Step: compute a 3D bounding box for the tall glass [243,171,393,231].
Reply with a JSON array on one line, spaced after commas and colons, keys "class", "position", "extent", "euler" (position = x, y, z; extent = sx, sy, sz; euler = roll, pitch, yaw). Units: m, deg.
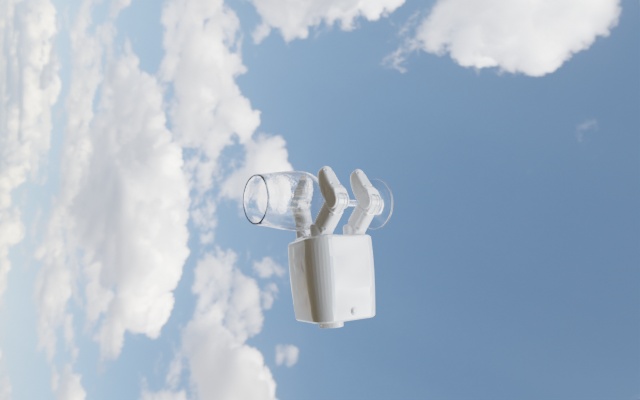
[{"class": "tall glass", "position": [0.001, 0.002, 0.636], "extent": [0.201, 0.079, 0.079], "euler": [3, -2, -37]}]
